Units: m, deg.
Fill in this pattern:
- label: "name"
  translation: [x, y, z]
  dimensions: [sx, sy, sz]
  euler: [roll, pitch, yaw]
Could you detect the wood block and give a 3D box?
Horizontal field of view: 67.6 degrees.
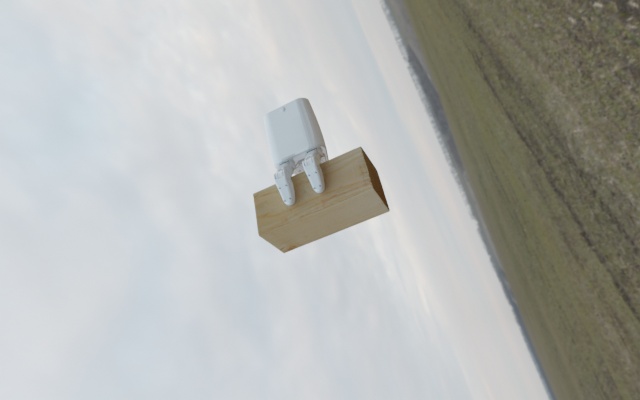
- label: "wood block"
  translation: [0.000, 0.003, 0.816]
  dimensions: [0.206, 0.090, 0.091]
  euler: [-23, -33, 16]
